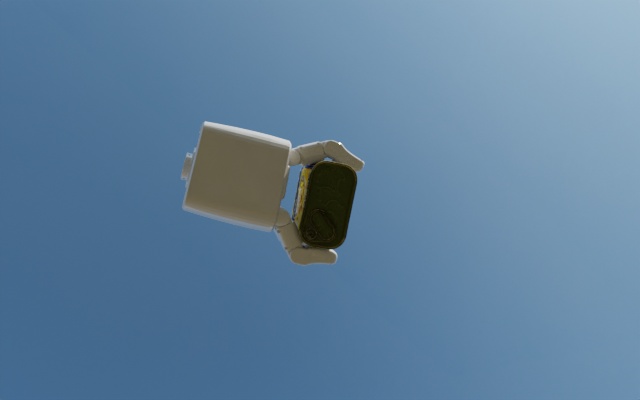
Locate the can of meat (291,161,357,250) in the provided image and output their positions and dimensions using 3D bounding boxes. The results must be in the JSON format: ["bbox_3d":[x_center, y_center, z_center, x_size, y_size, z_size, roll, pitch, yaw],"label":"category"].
[{"bbox_3d":[0.000,0.002,0.594,0.057,0.102,0.084,10,3,-14],"label":"can of meat"}]
